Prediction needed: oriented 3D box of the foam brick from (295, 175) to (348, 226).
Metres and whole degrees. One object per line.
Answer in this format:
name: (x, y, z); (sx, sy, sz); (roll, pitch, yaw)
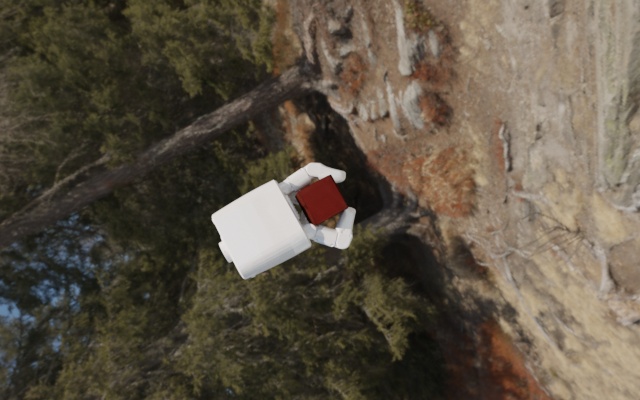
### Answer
foam brick: (0.000, 0.002, 0.669); (0.051, 0.053, 0.078); (-28, -2, -7)
